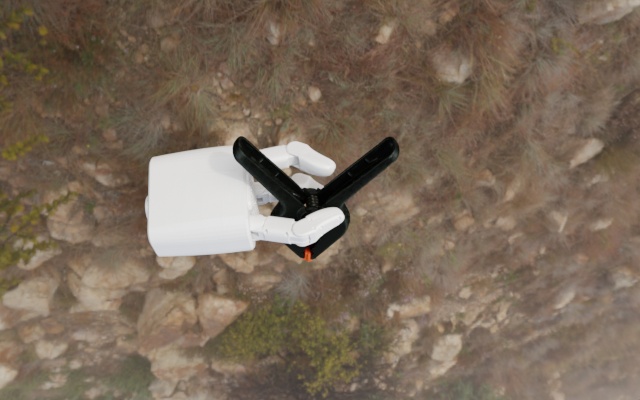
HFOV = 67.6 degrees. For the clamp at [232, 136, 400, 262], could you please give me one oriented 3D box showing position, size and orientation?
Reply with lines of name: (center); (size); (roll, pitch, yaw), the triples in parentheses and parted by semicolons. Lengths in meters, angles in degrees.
clamp: (0.000, 0.003, 0.537); (0.164, 0.036, 0.210); (-4, -38, 0)
